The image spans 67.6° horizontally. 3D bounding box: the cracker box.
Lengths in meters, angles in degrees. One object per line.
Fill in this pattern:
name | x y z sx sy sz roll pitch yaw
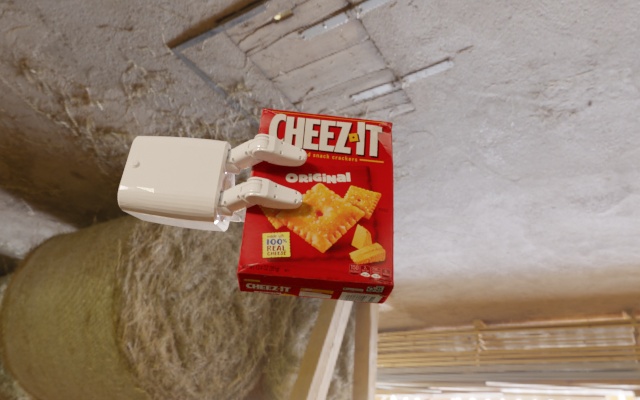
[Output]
cracker box | 0.000 0.002 0.553 0.164 0.213 0.072 6 -28 -3
